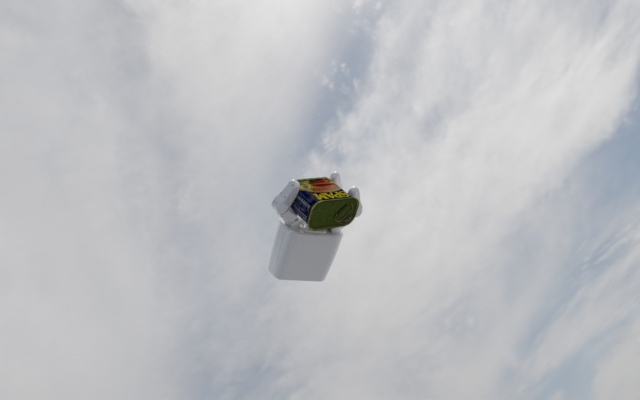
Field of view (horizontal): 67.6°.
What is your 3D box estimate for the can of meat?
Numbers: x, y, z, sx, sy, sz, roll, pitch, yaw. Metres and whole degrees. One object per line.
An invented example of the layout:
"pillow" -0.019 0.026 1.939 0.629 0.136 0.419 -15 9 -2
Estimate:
"can of meat" 0.000 0.002 0.819 0.102 0.057 0.084 -6 33 -37
